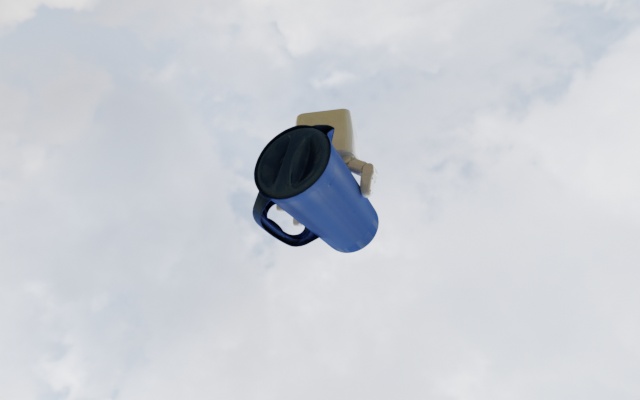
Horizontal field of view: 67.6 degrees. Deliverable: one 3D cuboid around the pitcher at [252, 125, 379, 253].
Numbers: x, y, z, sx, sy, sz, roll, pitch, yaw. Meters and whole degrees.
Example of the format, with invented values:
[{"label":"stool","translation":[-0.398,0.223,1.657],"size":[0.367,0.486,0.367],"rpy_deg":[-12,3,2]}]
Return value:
[{"label":"pitcher","translation":[0.000,0.002,0.798],"size":[0.149,0.145,0.243],"rpy_deg":[-16,-36,21]}]
